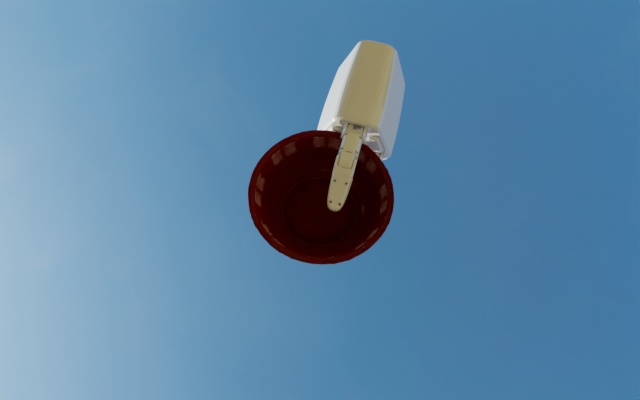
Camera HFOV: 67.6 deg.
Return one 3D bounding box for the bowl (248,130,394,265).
[{"bbox_3d":[-0.001,0.003,0.549,0.162,0.162,0.055,0,-23,-3],"label":"bowl"}]
